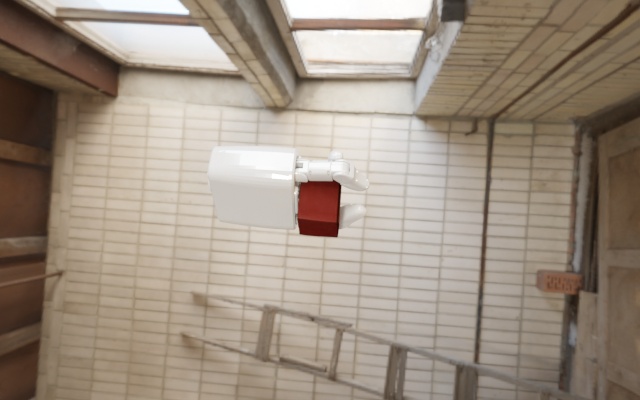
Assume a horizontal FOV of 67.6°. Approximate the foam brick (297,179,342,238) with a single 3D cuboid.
[{"bbox_3d":[0.000,0.002,0.605,0.051,0.078,0.053,4,-26,2],"label":"foam brick"}]
